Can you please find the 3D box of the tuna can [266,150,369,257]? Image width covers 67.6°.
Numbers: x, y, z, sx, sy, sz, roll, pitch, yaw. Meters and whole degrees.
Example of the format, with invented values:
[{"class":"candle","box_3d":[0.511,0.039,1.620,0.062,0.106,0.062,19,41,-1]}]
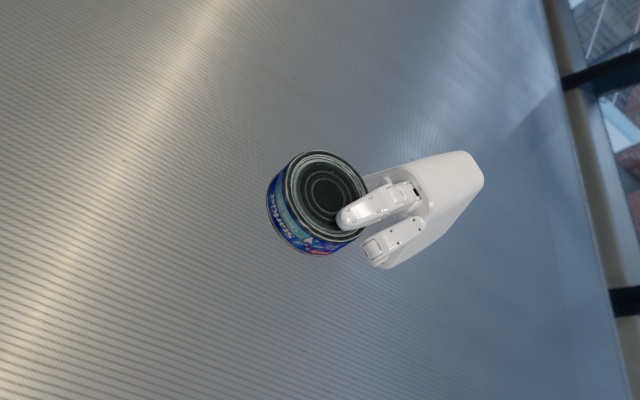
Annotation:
[{"class":"tuna can","box_3d":[0.000,0.001,0.401,0.086,0.086,0.034,0,-23,-33]}]
